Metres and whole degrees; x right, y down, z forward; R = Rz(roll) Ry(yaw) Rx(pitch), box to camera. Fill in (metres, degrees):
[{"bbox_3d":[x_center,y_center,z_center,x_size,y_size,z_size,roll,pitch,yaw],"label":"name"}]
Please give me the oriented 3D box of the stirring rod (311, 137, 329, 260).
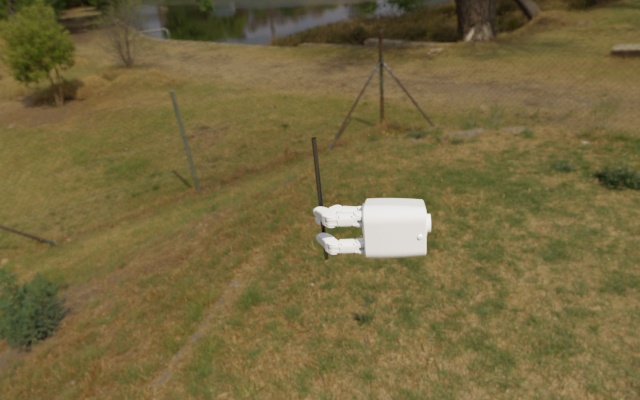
[{"bbox_3d":[0.000,0.003,0.854,0.011,0.240,0.011,-5,26,2],"label":"stirring rod"}]
